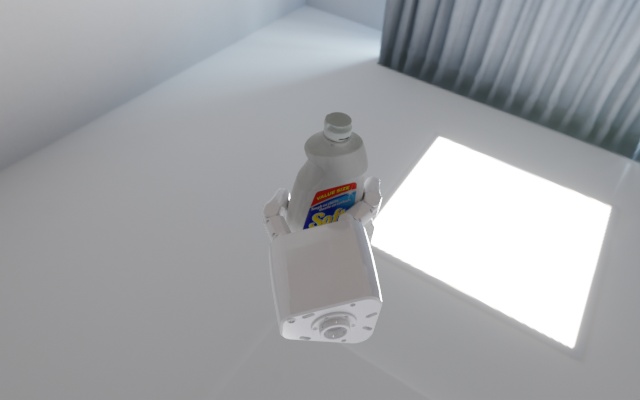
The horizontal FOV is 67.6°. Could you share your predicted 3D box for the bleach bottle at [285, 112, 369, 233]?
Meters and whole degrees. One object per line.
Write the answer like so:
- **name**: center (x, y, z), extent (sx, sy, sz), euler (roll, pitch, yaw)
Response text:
- **bleach bottle**: center (0.000, 0.002, 0.600), extent (0.102, 0.251, 0.068), euler (-3, 45, -10)
